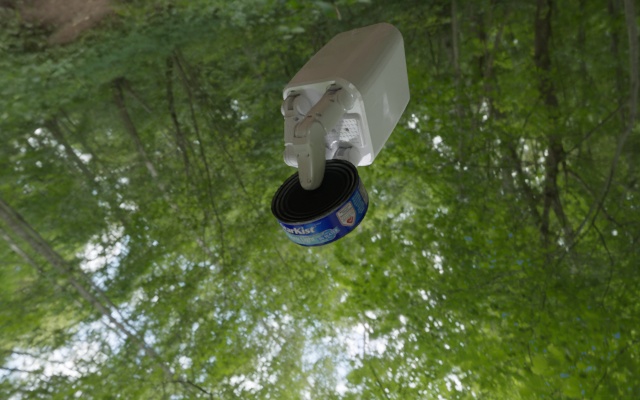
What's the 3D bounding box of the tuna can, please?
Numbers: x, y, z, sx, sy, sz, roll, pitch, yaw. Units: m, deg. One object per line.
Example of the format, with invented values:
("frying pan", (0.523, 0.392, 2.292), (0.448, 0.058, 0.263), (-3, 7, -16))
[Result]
("tuna can", (0.000, 0.002, 0.437), (0.086, 0.034, 0.086), (-19, 35, 14))
